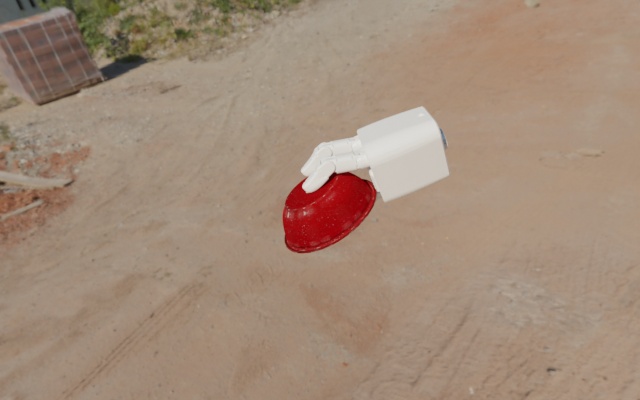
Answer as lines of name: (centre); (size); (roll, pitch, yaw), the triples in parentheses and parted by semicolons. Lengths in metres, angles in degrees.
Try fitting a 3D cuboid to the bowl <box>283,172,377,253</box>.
bowl: (-0.001, 0.003, 0.709); (0.162, 0.055, 0.162); (-28, 27, 16)
